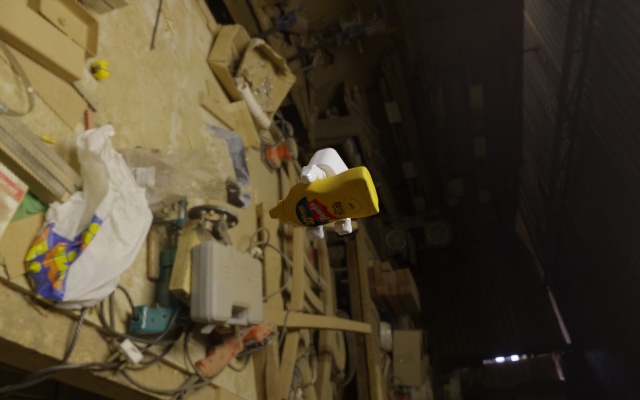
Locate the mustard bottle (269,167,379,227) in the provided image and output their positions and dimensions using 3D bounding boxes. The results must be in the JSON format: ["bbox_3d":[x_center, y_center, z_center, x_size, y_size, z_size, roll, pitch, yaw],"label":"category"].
[{"bbox_3d":[0.000,0.003,0.843,0.191,0.058,0.096,-13,-43,14],"label":"mustard bottle"}]
